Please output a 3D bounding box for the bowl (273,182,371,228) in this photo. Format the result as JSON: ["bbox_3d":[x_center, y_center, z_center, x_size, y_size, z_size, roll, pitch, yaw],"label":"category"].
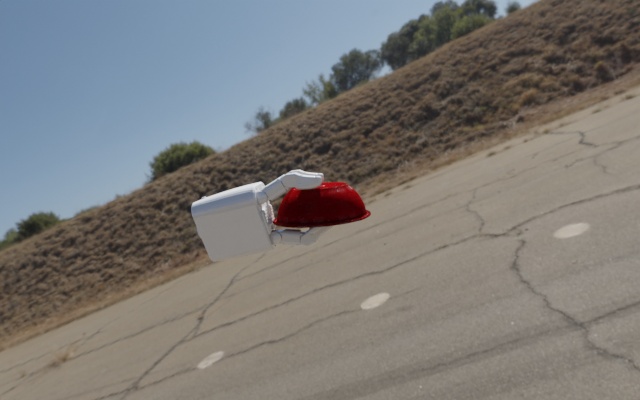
[{"bbox_3d":[0.001,0.002,0.780,0.162,0.055,0.162,-5,7,1],"label":"bowl"}]
